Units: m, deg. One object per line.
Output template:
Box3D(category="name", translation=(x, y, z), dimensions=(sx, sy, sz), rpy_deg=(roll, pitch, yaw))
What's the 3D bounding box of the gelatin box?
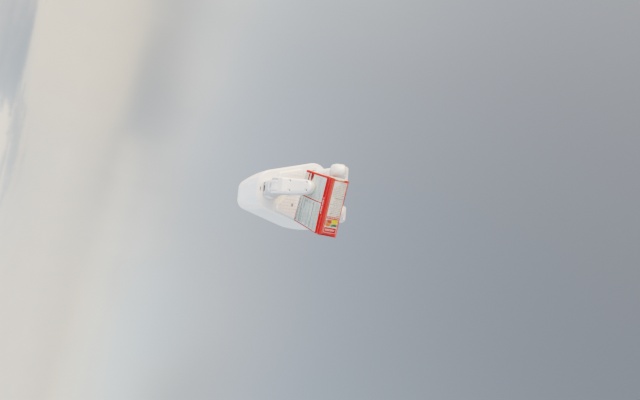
Box3D(category="gelatin box", translation=(0.000, 0.002, 0.621), dimensions=(0.030, 0.073, 0.089), rpy_deg=(12, 5, -23))
